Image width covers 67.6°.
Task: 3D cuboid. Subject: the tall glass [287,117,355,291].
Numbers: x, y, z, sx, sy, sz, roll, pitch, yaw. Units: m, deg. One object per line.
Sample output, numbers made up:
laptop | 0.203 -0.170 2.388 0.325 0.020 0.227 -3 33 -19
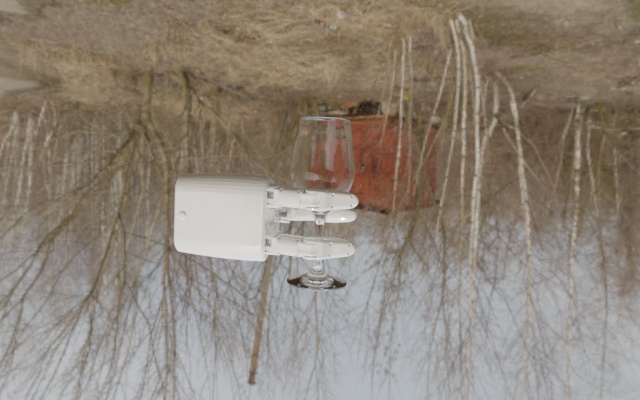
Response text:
tall glass | 0.000 0.003 0.577 0.079 0.201 0.079 3 6 0
